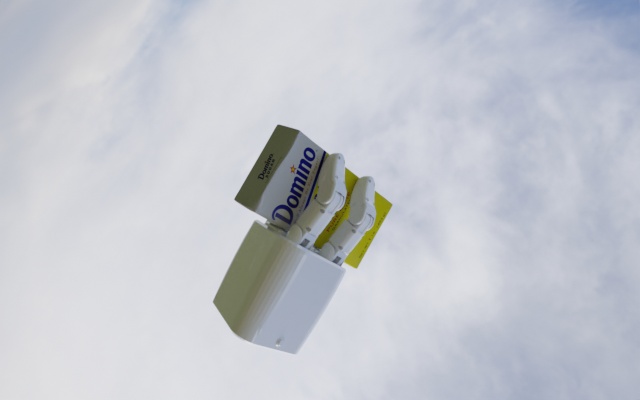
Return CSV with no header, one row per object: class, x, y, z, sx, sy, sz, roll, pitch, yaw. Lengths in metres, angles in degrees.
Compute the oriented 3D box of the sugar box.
sugar box,0.000,0.002,0.525,0.048,0.093,0.176,25,-6,45
